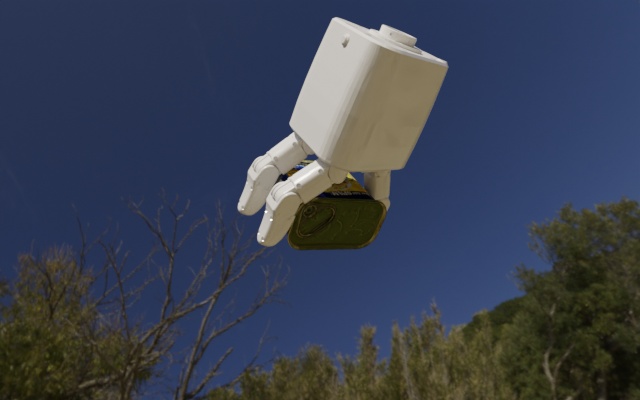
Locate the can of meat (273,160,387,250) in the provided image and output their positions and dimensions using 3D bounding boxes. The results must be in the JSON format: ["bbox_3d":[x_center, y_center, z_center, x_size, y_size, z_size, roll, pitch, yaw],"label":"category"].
[{"bbox_3d":[0.000,0.001,0.477,0.102,0.057,0.084,2,31,-32],"label":"can of meat"}]
